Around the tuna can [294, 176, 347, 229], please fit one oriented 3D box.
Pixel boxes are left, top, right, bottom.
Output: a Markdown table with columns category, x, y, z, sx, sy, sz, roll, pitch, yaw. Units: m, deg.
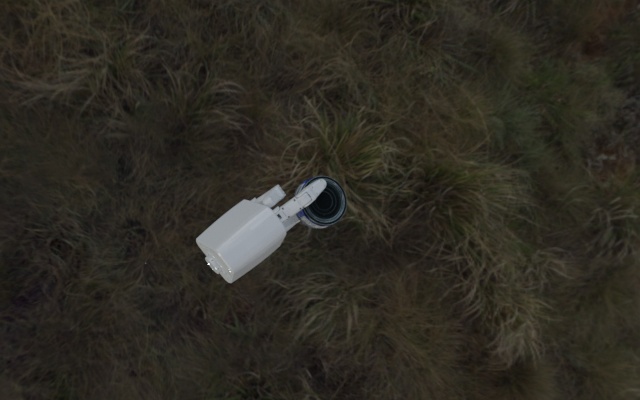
| category | x | y | z | sx | sy | sz | roll | pitch | yaw |
| --- | --- | --- | --- | --- | --- | --- | --- | --- | --- |
| tuna can | 0.000 | 0.002 | 0.790 | 0.086 | 0.086 | 0.034 | 0 | -10 | -25 |
